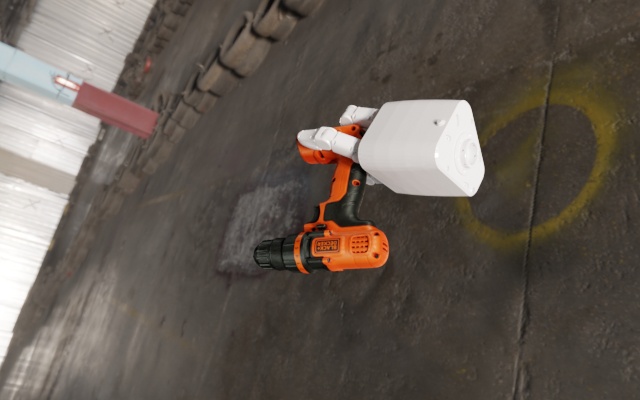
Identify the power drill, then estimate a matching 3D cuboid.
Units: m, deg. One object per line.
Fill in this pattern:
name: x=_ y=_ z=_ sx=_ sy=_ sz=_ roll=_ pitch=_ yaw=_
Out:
power drill: x=0.000 y=0.002 z=0.625 sx=0.184 sy=0.187 sz=0.057 roll=-5 pitch=-20 yaw=25
